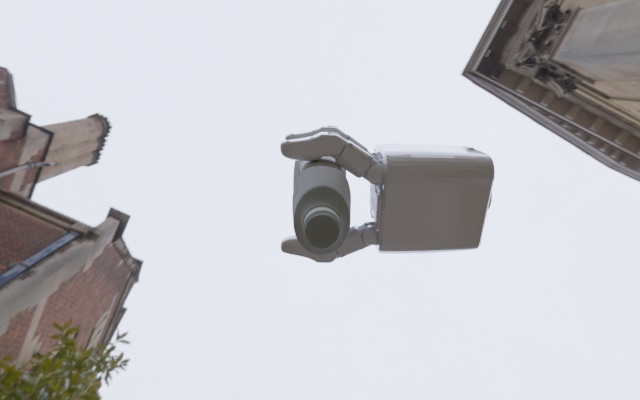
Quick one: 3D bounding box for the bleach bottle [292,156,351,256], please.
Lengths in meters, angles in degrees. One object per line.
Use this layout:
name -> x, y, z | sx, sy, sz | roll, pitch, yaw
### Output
bleach bottle -> 0.000, 0.002, 0.502 | 0.068, 0.102, 0.250 | 1, 15, -1
